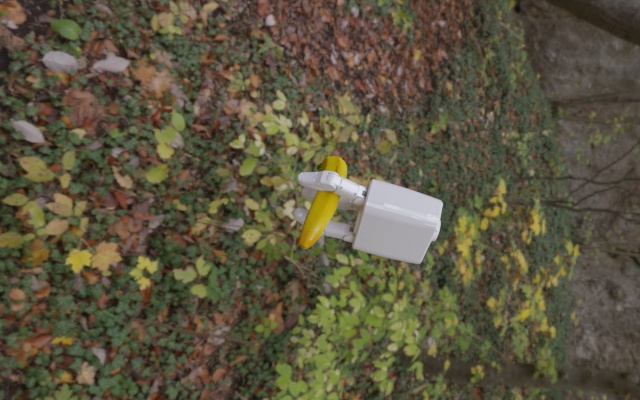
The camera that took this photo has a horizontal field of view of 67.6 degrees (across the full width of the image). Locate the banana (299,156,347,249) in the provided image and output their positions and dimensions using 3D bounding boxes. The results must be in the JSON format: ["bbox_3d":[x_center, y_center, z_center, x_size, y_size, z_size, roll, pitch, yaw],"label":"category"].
[{"bbox_3d":[0.009,-0.012,0.709,0.037,0.070,0.197,27,38,-10],"label":"banana"}]
